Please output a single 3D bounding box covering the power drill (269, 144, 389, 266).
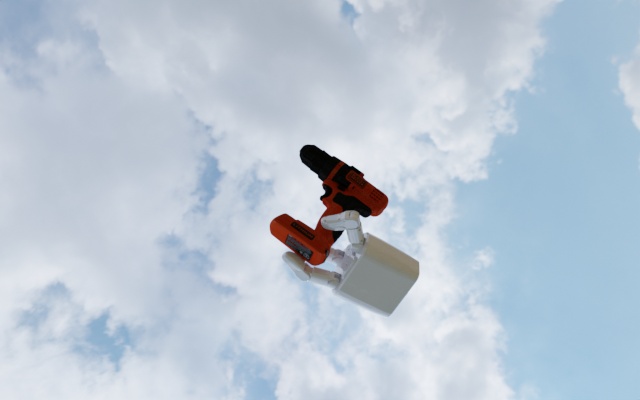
[{"bbox_3d":[0.000,0.003,0.805,0.184,0.187,0.057,36,-31,11],"label":"power drill"}]
